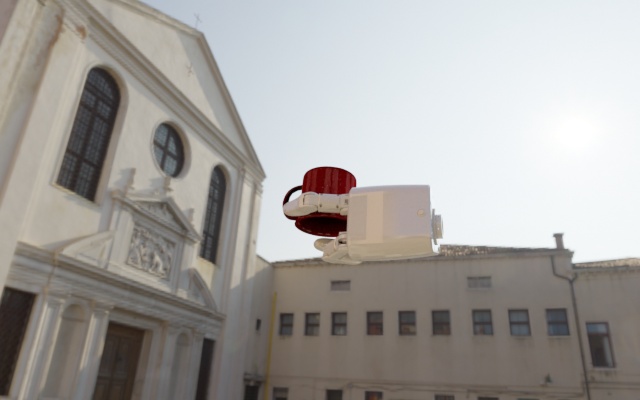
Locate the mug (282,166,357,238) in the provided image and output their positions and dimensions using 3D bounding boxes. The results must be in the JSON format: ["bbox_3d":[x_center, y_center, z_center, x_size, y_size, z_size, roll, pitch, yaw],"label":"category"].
[{"bbox_3d":[-0.001,0.002,0.708,0.117,0.081,0.093,-3,-24,18],"label":"mug"}]
